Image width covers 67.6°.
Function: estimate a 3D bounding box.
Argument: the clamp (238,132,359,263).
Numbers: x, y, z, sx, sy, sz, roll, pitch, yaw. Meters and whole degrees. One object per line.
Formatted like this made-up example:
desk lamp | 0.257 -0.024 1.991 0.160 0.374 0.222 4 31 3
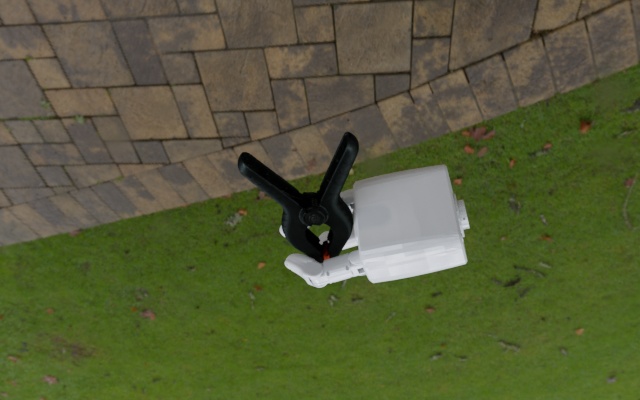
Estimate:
clamp | 0.000 0.002 0.509 0.120 0.039 0.172 -13 -48 16
